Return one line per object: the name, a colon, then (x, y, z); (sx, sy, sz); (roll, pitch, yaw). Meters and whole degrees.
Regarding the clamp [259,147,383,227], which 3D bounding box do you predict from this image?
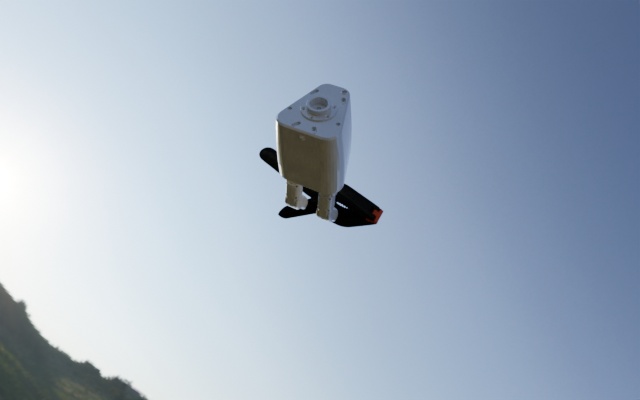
clamp: (0.001, 0.002, 0.788); (0.210, 0.036, 0.165); (21, -33, 18)
